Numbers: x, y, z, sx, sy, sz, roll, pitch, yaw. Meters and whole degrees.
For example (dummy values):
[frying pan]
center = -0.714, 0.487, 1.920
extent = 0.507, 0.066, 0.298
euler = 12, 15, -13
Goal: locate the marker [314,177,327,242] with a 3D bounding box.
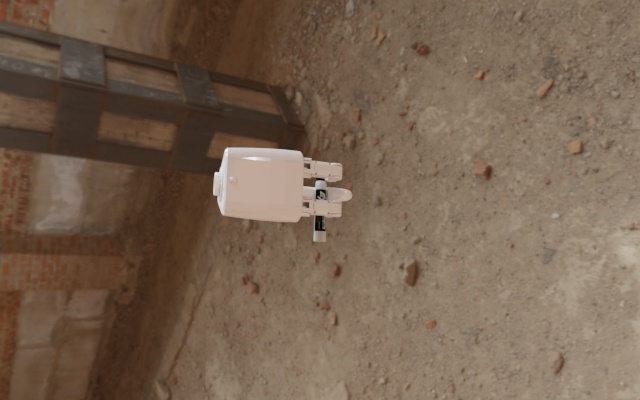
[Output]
[marker]
center = 0.000, 0.002, 0.732
extent = 0.020, 0.121, 0.020
euler = 1, -7, 0
